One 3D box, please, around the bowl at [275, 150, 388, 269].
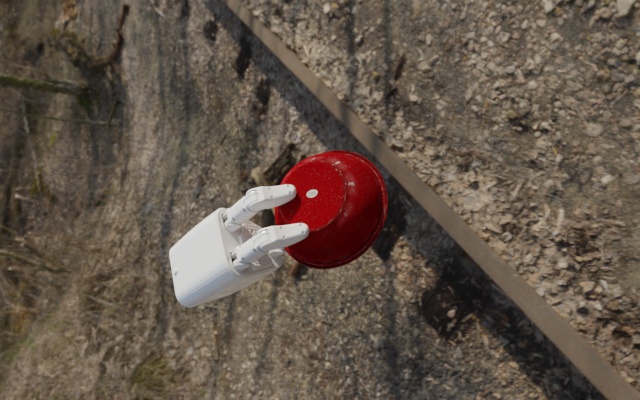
[{"bbox_3d":[0.001,0.001,0.600,0.162,0.162,0.055,0,-18,26],"label":"bowl"}]
